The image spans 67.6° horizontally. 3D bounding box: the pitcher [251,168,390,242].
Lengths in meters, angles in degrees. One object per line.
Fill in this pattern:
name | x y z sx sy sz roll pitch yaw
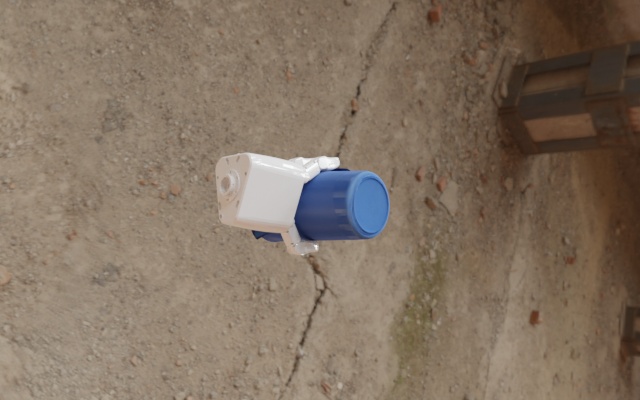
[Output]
pitcher | 0.000 0.003 0.832 0.243 0.149 0.145 -2 -9 45
